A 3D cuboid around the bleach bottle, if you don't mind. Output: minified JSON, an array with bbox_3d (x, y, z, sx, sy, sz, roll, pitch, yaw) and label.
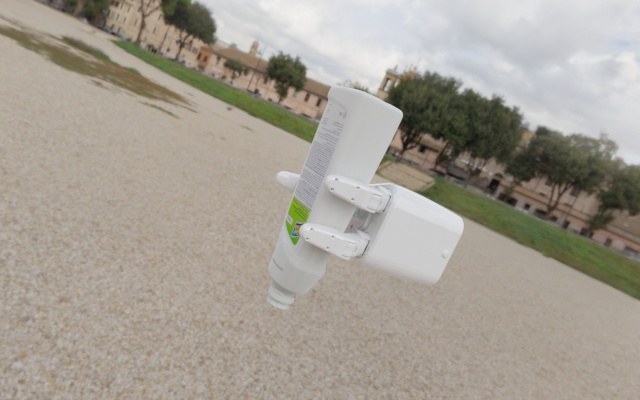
[{"bbox_3d":[0.000,0.002,0.536,0.068,0.251,0.102,21,8,-23],"label":"bleach bottle"}]
